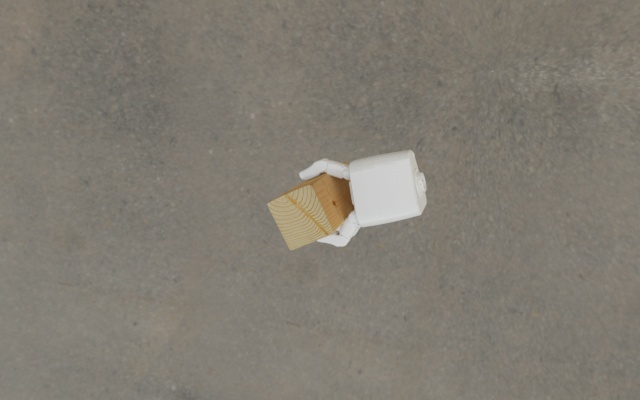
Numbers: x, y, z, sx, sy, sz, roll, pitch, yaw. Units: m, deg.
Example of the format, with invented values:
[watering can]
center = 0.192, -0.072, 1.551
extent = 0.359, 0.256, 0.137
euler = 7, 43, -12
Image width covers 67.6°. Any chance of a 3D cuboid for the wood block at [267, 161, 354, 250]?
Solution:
[wood block]
center = 0.000, 0.002, 0.866
extent = 0.090, 0.091, 0.206
euler = -23, 6, 24
